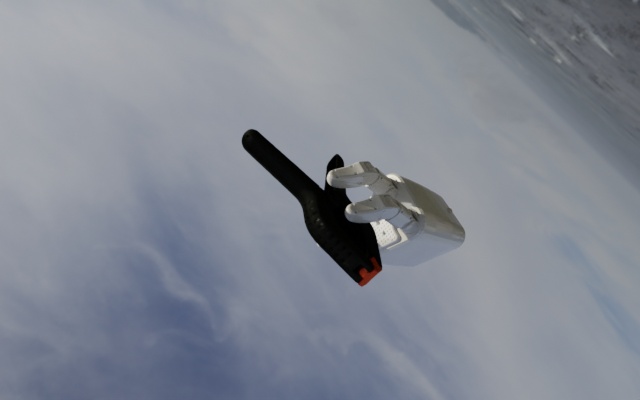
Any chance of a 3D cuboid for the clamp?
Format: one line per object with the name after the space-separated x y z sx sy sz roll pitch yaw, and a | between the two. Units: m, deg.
0.000 0.003 0.542 0.164 0.209 0.036 15 -52 -41 | clamp
